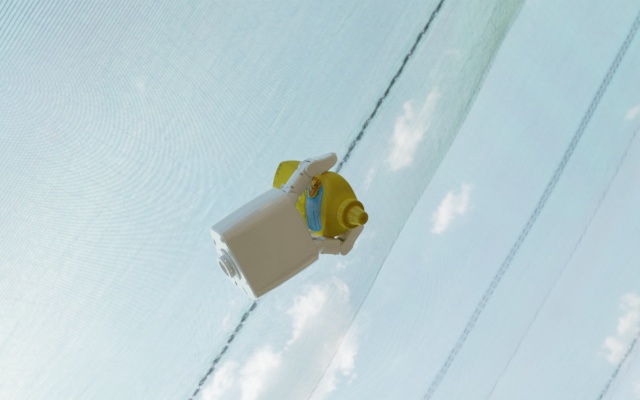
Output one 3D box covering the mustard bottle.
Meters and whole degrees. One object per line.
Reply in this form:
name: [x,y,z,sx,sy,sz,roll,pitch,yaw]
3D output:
mustard bottle: [0.000,0.002,0.698,0.058,0.096,0.191,-6,17,-35]
